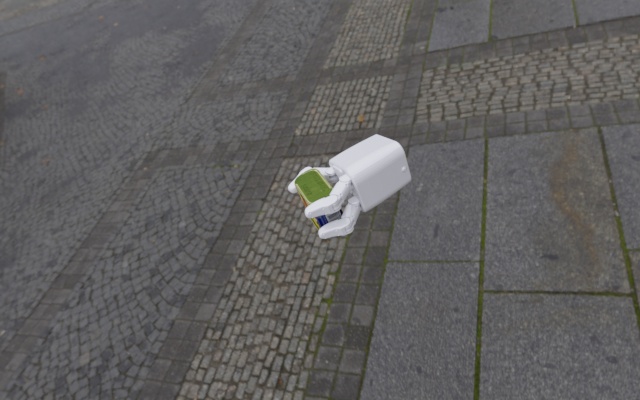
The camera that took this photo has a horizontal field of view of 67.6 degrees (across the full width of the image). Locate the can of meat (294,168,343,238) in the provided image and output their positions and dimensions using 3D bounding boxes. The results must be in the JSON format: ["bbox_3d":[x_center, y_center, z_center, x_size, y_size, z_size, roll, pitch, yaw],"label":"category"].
[{"bbox_3d":[0.000,0.003,0.855,0.057,0.084,0.102,-30,41,-6],"label":"can of meat"}]
